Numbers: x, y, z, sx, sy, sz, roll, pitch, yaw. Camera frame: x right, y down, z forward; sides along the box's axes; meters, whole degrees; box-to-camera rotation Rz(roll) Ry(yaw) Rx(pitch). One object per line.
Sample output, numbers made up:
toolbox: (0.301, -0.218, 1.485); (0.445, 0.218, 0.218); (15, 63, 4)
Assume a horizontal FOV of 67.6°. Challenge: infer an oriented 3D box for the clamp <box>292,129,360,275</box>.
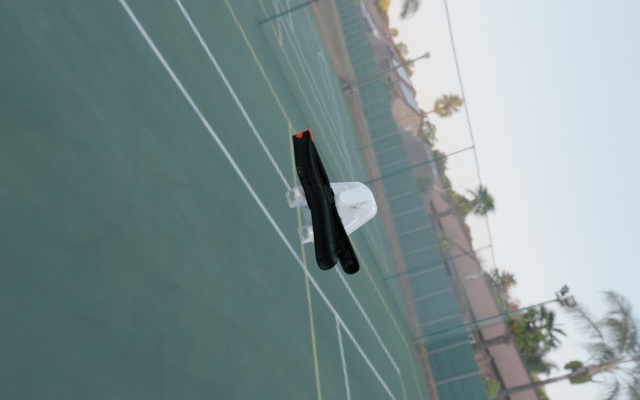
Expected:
clamp: (0.001, 0.001, 0.632); (0.036, 0.210, 0.164); (-19, -8, 10)
